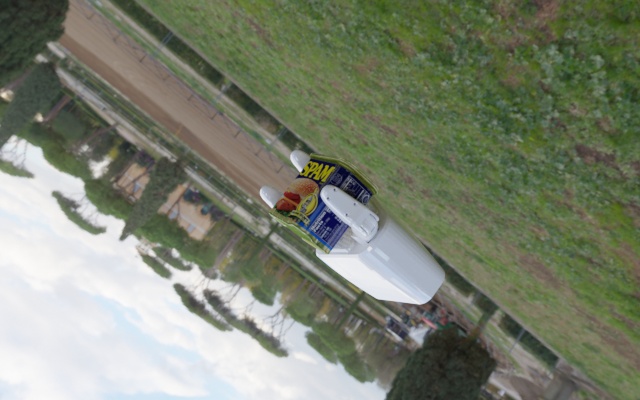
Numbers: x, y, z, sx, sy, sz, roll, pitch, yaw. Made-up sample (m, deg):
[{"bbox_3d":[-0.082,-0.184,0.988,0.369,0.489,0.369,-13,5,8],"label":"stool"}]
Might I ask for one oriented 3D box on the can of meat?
[{"bbox_3d":[0.000,0.002,0.504,0.057,0.084,0.102,41,-8,-25],"label":"can of meat"}]
